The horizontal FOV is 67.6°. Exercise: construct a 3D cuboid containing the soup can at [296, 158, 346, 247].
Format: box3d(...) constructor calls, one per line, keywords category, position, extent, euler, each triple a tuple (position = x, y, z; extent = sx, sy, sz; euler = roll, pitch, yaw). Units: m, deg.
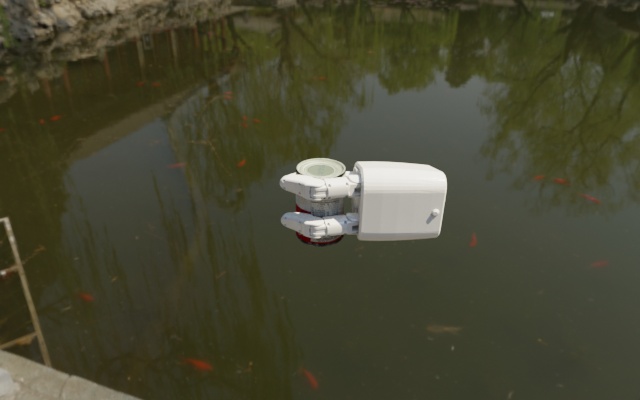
box3d(category="soup can", position=(0.000, 0.002, 0.647), extent=(0.068, 0.102, 0.068), euler=(1, 28, 0))
